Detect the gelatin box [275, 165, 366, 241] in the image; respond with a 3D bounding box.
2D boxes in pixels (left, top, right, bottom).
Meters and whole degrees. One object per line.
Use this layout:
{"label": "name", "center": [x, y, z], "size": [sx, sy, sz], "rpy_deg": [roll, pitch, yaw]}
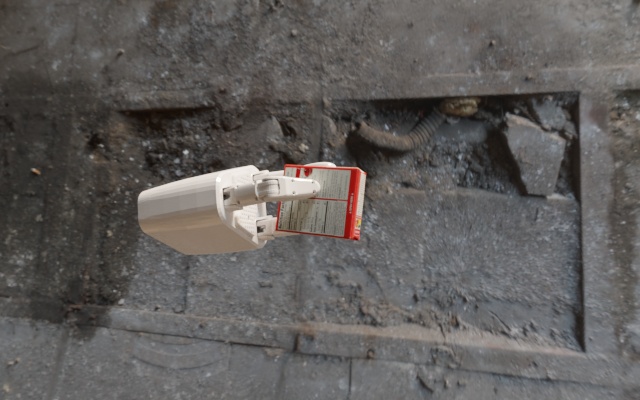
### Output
{"label": "gelatin box", "center": [0.000, 0.002, 0.507], "size": [0.089, 0.073, 0.030], "rpy_deg": [4, -6, 24]}
